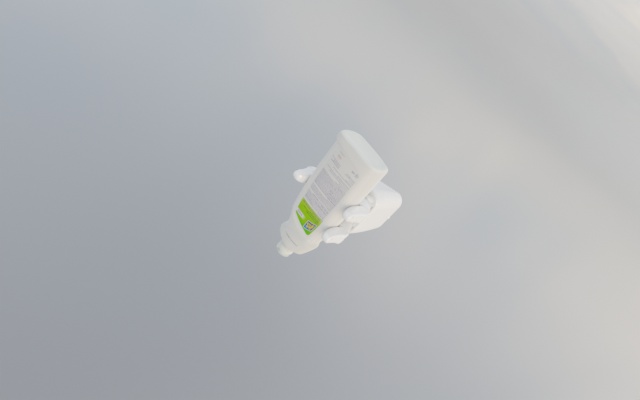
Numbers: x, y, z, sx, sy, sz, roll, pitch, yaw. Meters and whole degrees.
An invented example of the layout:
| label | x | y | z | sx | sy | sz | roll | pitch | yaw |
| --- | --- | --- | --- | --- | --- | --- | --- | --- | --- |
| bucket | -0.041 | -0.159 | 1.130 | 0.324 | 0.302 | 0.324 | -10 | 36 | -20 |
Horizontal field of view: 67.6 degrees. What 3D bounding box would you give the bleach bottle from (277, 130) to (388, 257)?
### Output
| label | x | y | z | sx | sy | sz | roll | pitch | yaw |
| --- | --- | --- | --- | --- | --- | --- | --- | --- | --- |
| bleach bottle | 0.000 | 0.003 | 0.828 | 0.068 | 0.102 | 0.251 | -2 | -40 | -53 |
